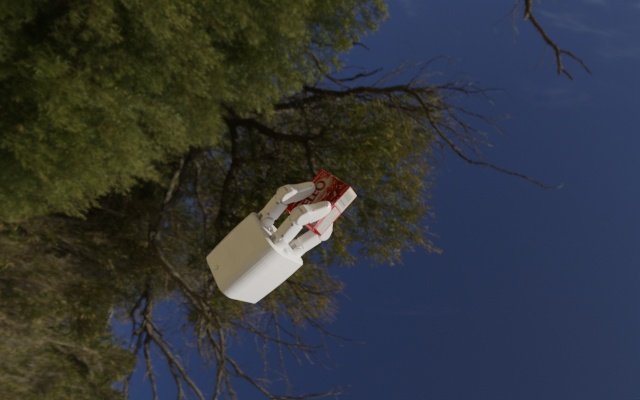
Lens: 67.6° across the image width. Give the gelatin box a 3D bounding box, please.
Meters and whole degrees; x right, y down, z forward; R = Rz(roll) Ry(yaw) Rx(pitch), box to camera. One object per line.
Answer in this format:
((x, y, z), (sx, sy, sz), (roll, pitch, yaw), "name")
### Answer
((0.001, 0.002, 0.749), (0.073, 0.089, 0.030), (34, -12, 43), "gelatin box")
